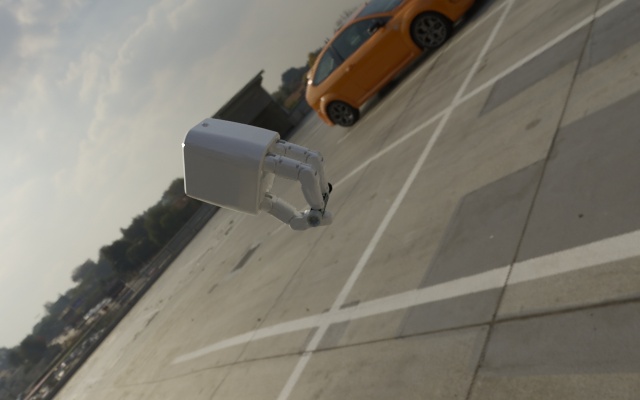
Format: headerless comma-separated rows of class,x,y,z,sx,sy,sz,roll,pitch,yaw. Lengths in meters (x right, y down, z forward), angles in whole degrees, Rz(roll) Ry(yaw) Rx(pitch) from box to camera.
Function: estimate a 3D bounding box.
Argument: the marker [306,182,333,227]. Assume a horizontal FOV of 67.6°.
marker,0.000,0.002,0.663,0.020,0.020,0.121,0,23,10
